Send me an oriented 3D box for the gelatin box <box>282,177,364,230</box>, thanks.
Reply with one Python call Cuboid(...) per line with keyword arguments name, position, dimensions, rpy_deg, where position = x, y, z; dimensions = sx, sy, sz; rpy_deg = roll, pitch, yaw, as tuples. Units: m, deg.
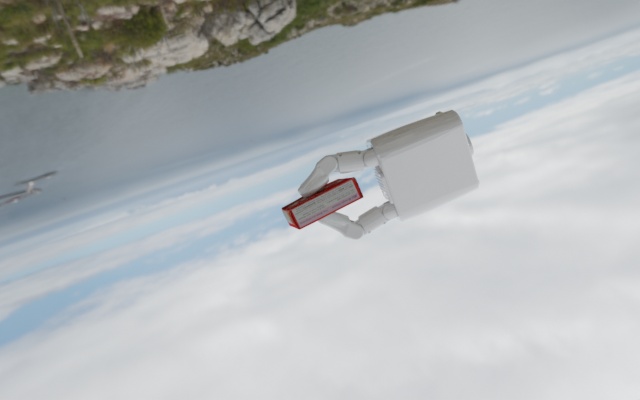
Cuboid(name="gelatin box", position=(0.000, 0.002, 0.587), dimensions=(0.089, 0.030, 0.073), rpy_deg=(-28, 6, -10))
